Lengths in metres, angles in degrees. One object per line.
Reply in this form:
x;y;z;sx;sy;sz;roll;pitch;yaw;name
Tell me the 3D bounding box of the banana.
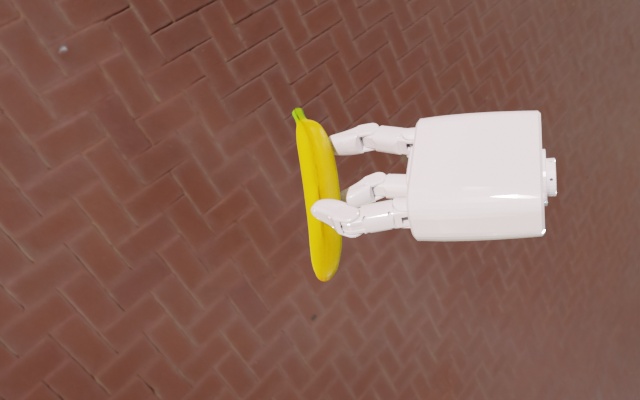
0.001;0.003;0.502;0.037;0.198;0.069;-8;14;-4;banana
